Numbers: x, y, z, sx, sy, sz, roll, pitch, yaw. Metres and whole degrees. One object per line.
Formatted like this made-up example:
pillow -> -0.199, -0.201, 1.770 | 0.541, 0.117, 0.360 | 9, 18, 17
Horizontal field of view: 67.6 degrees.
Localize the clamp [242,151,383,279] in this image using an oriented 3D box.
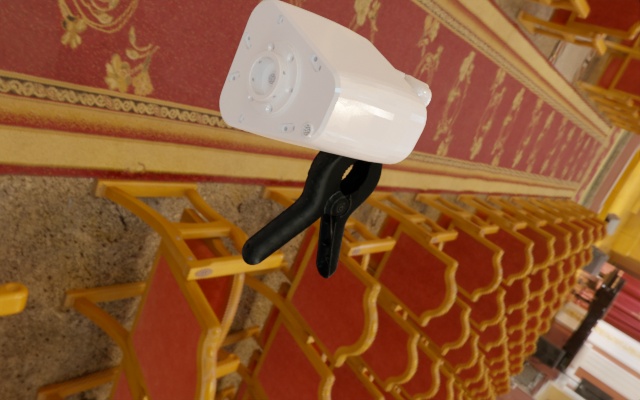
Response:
clamp -> 0.001, 0.002, 0.446 | 0.120, 0.171, 0.039 | 4, 25, -49
